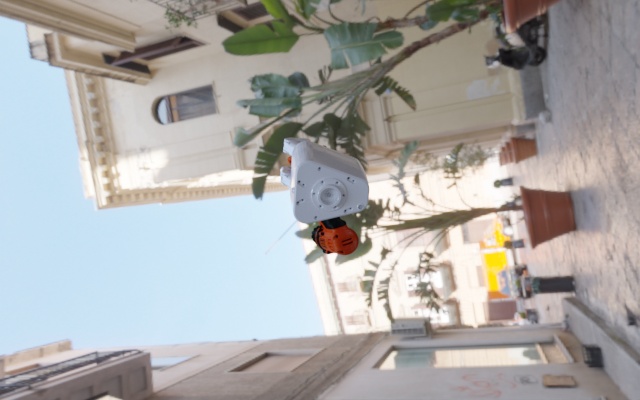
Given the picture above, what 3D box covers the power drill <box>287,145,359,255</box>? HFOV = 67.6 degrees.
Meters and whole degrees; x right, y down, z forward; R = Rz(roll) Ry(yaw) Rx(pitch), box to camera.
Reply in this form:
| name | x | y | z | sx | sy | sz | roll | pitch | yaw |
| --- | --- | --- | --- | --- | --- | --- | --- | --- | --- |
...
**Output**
| name | x | y | z | sx | sy | sz | roll | pitch | yaw |
| --- | --- | --- | --- | --- | --- | --- | --- | --- | --- |
| power drill | 0.000 | 0.002 | 0.840 | 0.057 | 0.187 | 0.184 | -21 | 5 | -15 |
